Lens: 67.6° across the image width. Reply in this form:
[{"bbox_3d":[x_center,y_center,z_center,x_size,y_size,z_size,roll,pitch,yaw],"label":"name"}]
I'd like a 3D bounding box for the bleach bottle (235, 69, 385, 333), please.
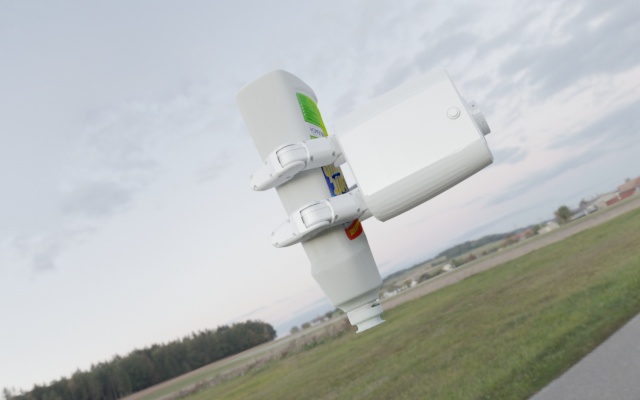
[{"bbox_3d":[0.000,0.001,0.462,0.068,0.250,0.102,-28,-15,17],"label":"bleach bottle"}]
